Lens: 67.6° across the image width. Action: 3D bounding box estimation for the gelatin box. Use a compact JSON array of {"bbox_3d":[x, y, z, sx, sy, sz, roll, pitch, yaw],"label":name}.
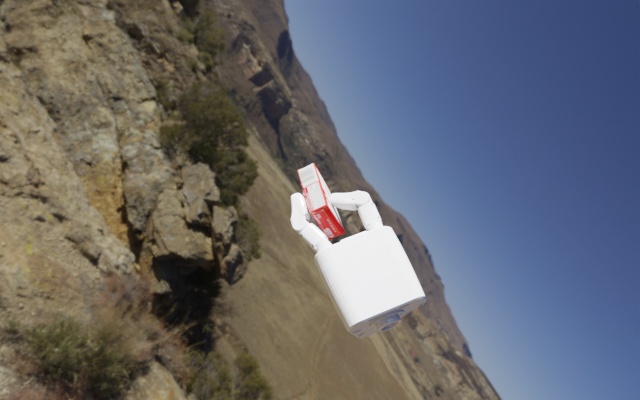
[{"bbox_3d":[0.000,0.002,0.692,0.030,0.089,0.073,-24,-41,7],"label":"gelatin box"}]
